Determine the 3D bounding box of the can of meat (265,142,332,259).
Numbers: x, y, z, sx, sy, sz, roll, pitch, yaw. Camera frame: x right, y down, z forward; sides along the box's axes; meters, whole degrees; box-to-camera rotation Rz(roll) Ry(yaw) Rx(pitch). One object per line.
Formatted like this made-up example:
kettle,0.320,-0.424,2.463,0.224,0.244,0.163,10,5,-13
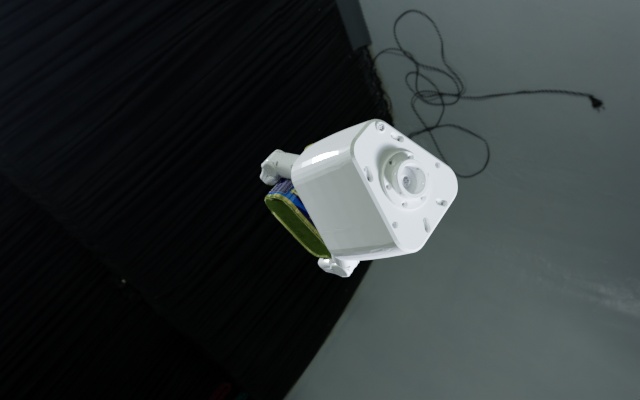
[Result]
can of meat,0.000,0.002,0.528,0.084,0.102,0.057,-51,20,-25
